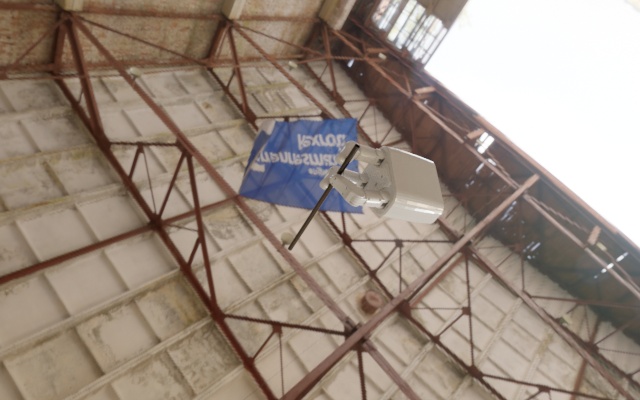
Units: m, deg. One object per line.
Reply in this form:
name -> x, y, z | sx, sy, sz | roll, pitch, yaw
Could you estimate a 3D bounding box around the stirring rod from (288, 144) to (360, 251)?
stirring rod -> 0.000, 0.002, 0.765 | 0.011, 0.011, 0.240 | 0, -43, -38
